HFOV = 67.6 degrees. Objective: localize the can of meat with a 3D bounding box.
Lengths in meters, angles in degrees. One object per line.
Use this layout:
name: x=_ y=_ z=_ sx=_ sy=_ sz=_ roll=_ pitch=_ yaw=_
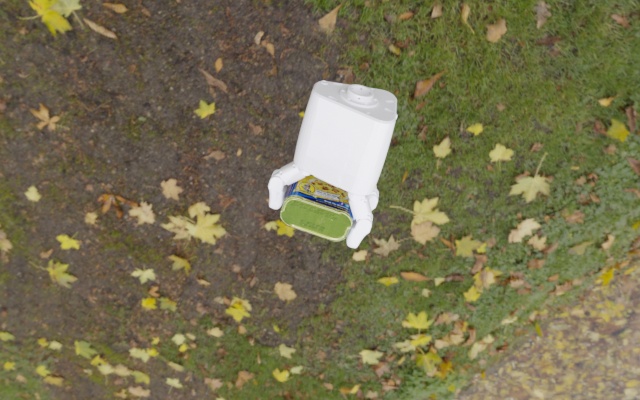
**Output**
can of meat: x=0.000 y=0.002 z=0.665 sx=0.102 sy=0.057 sz=0.084 roll=18 pitch=36 yaw=-2
